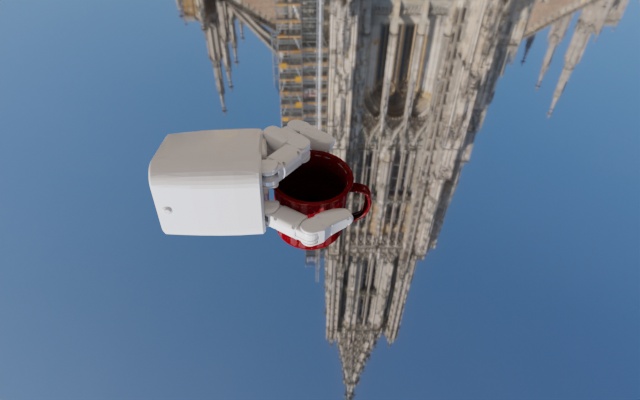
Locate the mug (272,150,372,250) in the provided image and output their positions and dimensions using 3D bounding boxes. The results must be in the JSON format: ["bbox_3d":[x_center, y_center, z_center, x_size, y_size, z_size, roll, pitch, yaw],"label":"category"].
[{"bbox_3d":[0.002,0.002,0.549,0.117,0.082,0.093,0,43,-4],"label":"mug"}]
